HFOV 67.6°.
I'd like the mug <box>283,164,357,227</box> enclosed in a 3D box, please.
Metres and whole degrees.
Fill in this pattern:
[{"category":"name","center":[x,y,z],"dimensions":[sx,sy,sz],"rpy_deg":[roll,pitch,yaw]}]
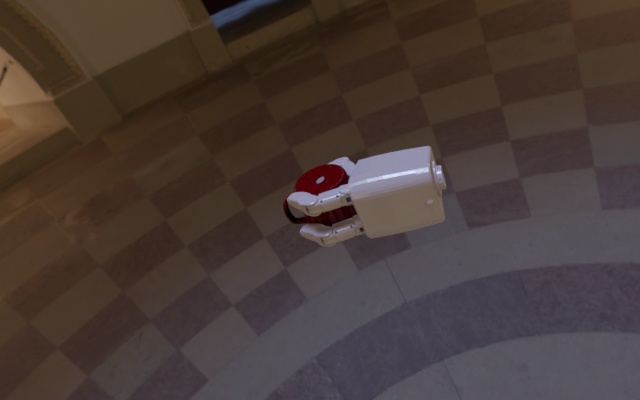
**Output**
[{"category":"mug","center":[-0.001,0.002,0.713],"dimensions":[0.117,0.081,0.093],"rpy_deg":[-13,34,17]}]
